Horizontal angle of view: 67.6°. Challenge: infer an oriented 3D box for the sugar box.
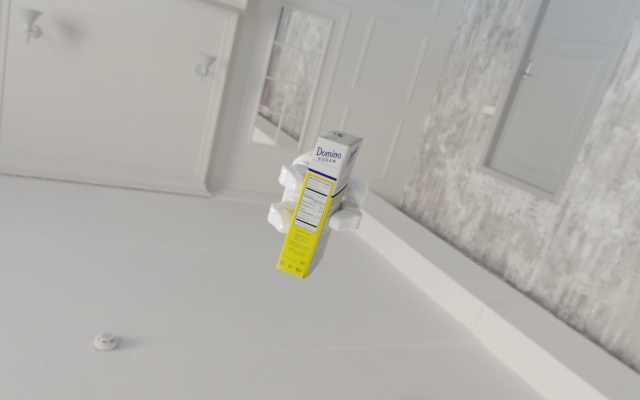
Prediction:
[{"bbox_3d":[0.000,0.002,0.602,0.048,0.176,0.093,19,16,10],"label":"sugar box"}]
